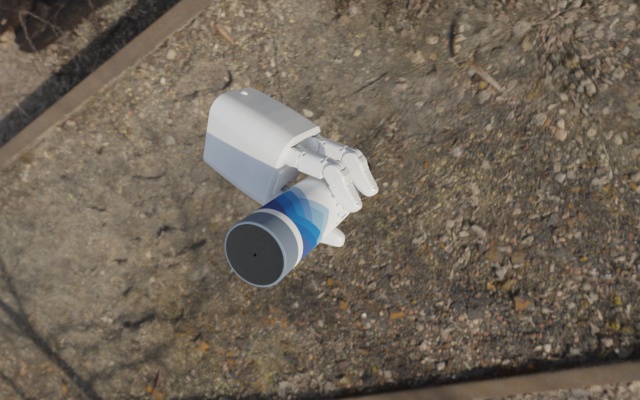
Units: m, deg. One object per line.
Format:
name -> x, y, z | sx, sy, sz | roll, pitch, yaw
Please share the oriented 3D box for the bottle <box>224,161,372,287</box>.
bottle -> 0.000, 0.002, 0.560 | 0.069, 0.069, 0.295 | 0, 19, 26
